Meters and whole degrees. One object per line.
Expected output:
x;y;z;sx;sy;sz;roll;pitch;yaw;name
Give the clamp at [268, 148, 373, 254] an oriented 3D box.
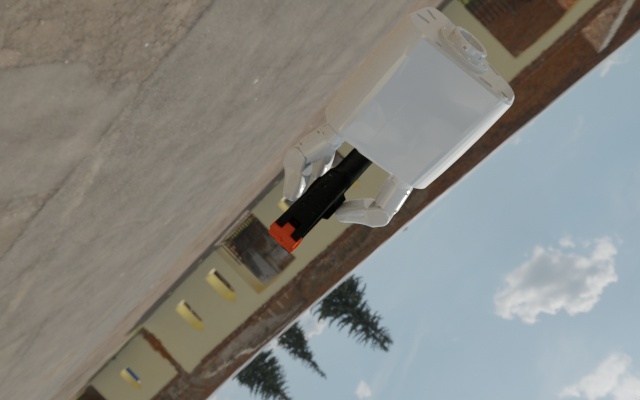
0.001;0.002;0.493;0.165;0.036;0.210;-50;-3;37;clamp
